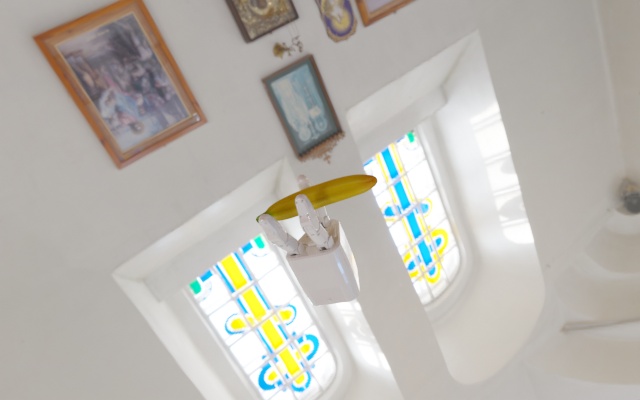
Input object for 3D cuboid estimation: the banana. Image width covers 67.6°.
[{"bbox_3d":[-0.004,-0.002,0.764,0.198,0.037,0.069,-21,18,5],"label":"banana"}]
